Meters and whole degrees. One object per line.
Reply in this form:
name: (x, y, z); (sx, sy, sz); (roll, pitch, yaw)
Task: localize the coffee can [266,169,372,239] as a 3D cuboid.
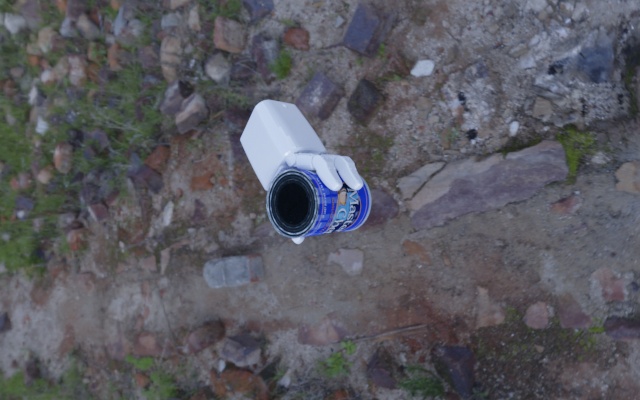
coffee can: (0.000, 0.003, 0.750); (0.103, 0.103, 0.140); (0, 2, 38)
